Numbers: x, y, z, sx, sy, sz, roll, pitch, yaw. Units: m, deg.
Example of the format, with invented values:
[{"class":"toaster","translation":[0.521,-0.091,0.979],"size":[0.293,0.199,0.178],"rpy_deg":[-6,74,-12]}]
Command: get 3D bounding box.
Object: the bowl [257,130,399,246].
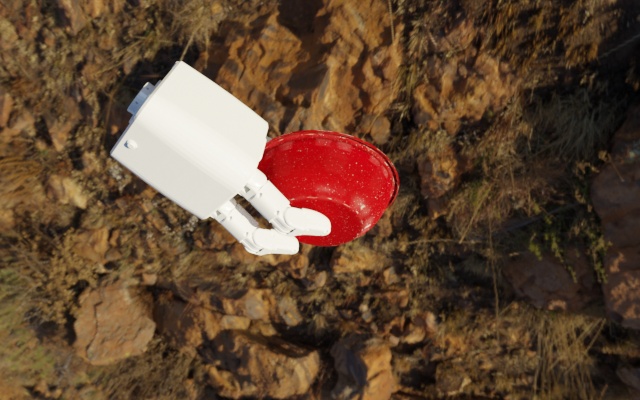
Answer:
[{"class":"bowl","translation":[0.001,0.002,0.499],"size":[0.162,0.055,0.162],"rpy_deg":[5,-35,3]}]
